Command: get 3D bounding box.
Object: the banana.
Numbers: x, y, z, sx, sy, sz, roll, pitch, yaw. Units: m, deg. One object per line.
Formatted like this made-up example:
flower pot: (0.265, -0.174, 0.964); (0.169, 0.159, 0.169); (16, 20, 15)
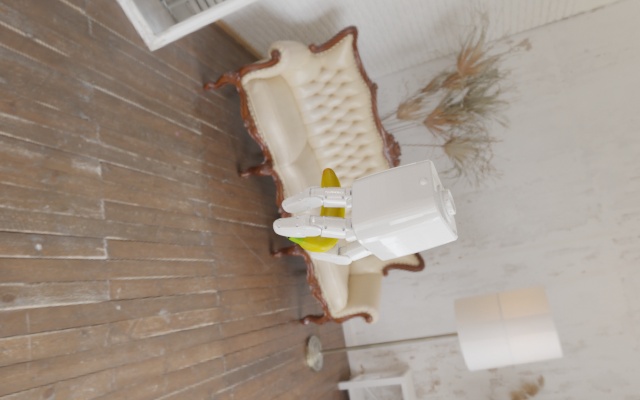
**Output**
banana: (0.008, 0.019, 0.691); (0.037, 0.070, 0.197); (-21, 21, 25)
